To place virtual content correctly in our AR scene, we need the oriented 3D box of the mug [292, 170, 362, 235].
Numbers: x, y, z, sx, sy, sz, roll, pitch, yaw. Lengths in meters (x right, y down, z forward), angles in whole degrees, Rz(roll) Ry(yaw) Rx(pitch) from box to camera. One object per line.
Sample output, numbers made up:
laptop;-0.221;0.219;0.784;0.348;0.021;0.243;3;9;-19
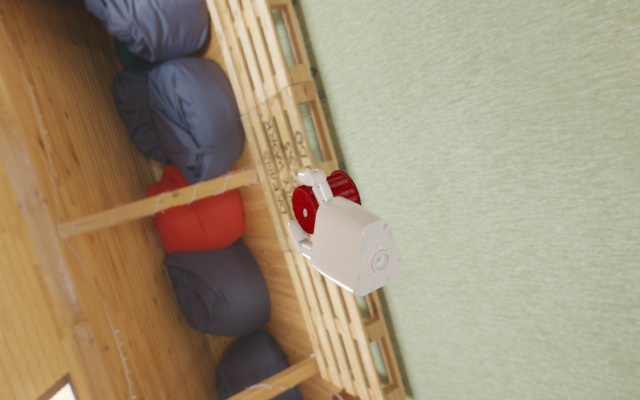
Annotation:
mug;-0.001;0.002;0.784;0.081;0.093;0.117;-19;25;-28
